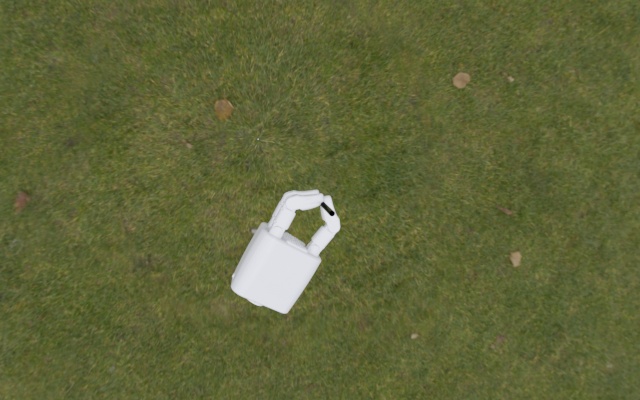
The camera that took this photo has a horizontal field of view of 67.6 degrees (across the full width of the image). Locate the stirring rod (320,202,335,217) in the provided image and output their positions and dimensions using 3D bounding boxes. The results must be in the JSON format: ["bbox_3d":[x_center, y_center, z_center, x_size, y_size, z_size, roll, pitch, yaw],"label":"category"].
[{"bbox_3d":[0.000,0.003,0.759,0.011,0.011,0.239,0,7,-7],"label":"stirring rod"}]
